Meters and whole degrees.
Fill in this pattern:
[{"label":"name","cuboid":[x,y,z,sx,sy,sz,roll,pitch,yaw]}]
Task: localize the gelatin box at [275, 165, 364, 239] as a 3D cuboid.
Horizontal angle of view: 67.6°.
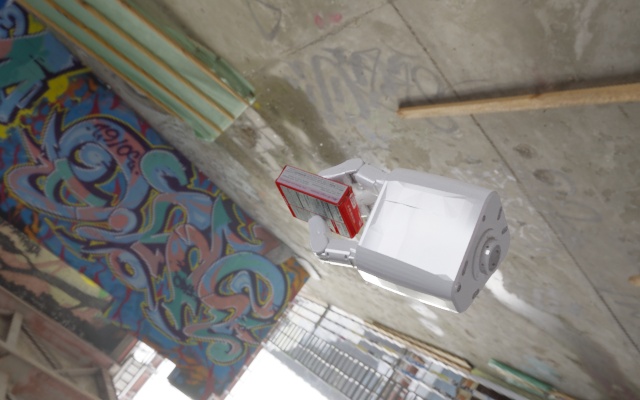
[{"label":"gelatin box","cuboid":[0.000,0.002,0.541,0.089,0.030,0.073,19,-26,28]}]
